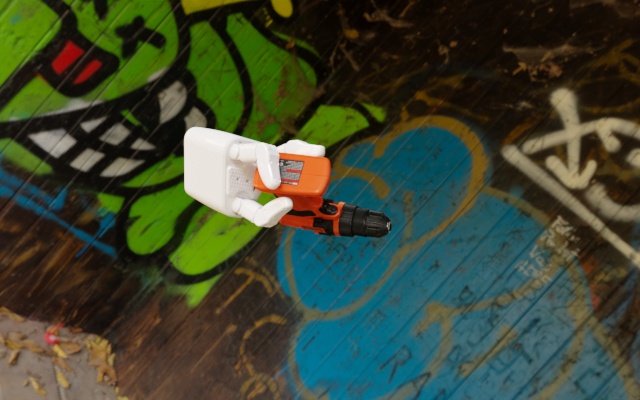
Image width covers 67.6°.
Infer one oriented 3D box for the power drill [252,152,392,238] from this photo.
[{"bbox_3d":[0.000,0.002,0.679,0.184,0.057,0.188,6,-22,20],"label":"power drill"}]
